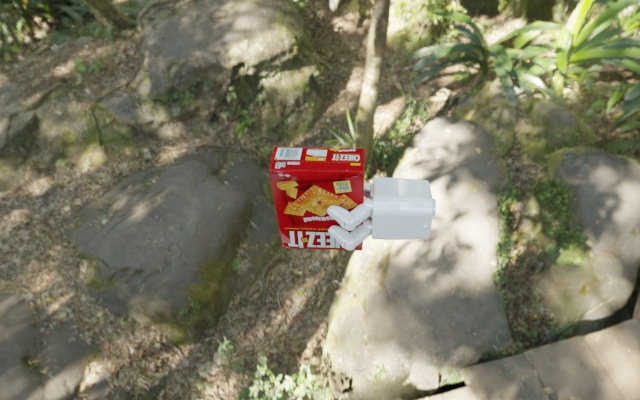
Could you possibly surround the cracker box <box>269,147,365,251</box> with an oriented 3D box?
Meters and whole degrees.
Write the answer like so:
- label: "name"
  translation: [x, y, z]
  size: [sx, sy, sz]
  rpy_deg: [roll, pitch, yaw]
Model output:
- label: "cracker box"
  translation: [0.000, 0.003, 0.888]
  size: [0.164, 0.214, 0.072]
  rpy_deg: [2, 45, 6]
